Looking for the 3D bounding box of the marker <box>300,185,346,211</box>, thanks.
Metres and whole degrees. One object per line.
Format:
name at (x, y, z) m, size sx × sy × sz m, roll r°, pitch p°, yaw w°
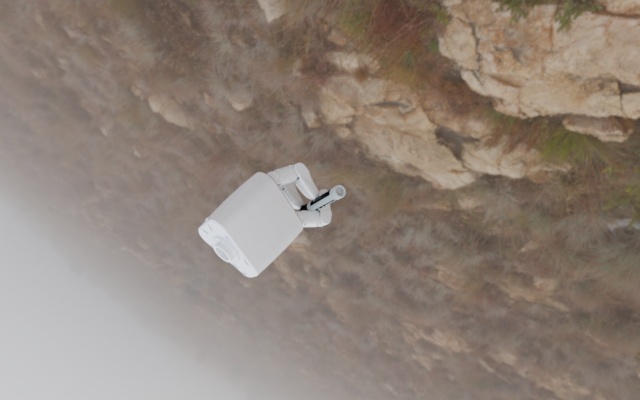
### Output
marker at (0.000, 0.002, 0.722) m, size 0.020 × 0.020 × 0.121 m, roll 0°, pitch -15°, yaw -29°
